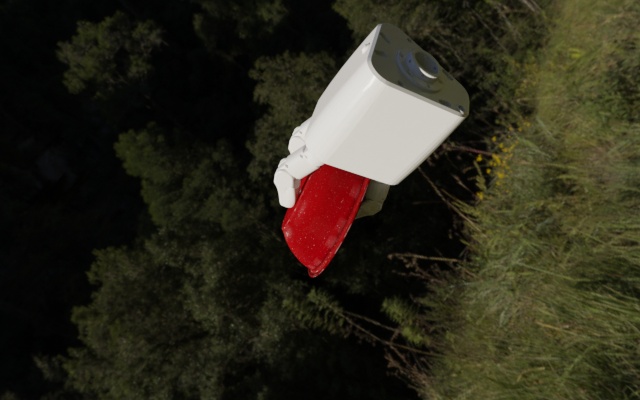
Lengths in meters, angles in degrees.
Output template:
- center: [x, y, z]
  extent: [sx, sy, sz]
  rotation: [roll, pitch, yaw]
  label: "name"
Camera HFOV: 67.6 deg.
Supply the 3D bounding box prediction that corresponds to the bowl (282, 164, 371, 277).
- center: [-0.001, 0.003, 0.540]
  extent: [0.055, 0.162, 0.162]
  rotation: [25, -4, -8]
  label: "bowl"
